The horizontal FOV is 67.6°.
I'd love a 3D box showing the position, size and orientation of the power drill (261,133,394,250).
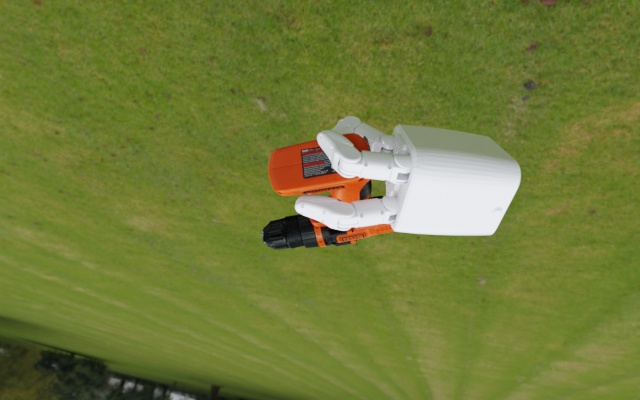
[{"bbox_3d":[0.000,0.002,0.561,0.184,0.057,0.188,-12,-26,6],"label":"power drill"}]
